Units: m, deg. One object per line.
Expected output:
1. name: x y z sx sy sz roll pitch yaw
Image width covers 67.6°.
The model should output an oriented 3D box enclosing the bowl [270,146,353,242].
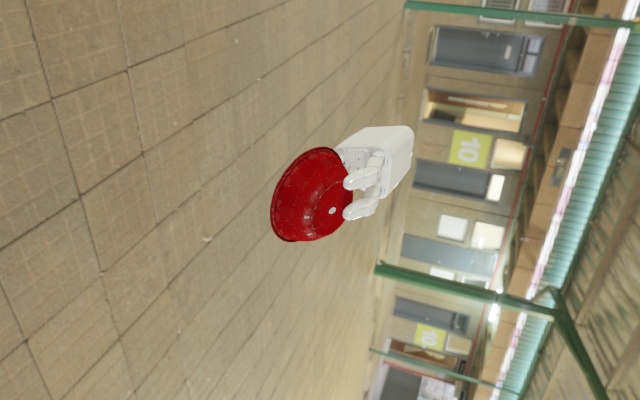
1. bowl: 0.000 0.003 0.727 0.055 0.162 0.162 30 18 35
